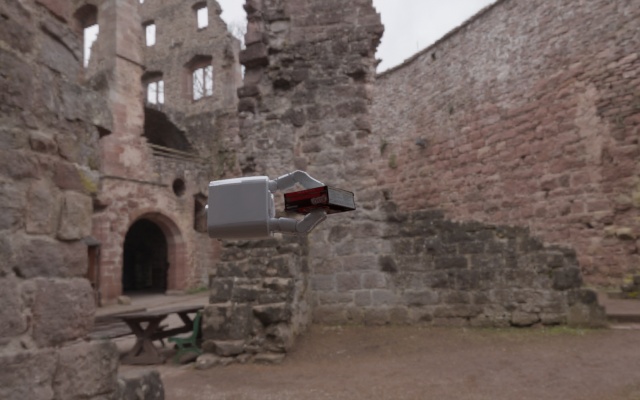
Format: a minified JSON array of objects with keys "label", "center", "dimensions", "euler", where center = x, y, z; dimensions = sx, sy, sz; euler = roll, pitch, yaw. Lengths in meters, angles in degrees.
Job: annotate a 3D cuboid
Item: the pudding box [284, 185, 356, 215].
[{"label":"pudding box","center":[0.000,0.003,0.863],"dimensions":[0.090,0.039,0.113],"euler":[-9,-8,28]}]
